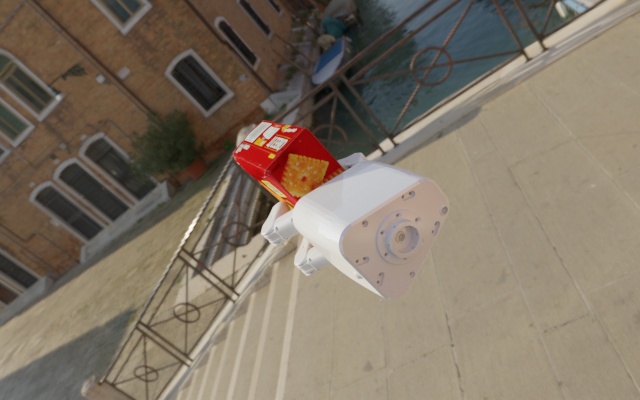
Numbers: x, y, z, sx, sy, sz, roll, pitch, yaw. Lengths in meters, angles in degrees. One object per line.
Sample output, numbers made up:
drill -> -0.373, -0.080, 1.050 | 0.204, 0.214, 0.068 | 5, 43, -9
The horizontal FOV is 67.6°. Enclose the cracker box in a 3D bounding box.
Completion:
cracker box -> 0.000, 0.002, 0.593 | 0.214, 0.072, 0.164 | 47, -8, -25
